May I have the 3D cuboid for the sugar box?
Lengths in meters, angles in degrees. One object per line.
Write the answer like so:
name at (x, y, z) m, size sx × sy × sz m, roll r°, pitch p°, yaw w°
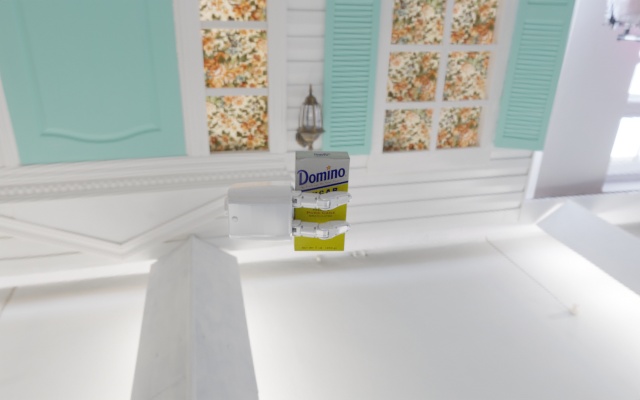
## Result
sugar box at (0.000, 0.003, 0.834) m, size 0.093 × 0.176 × 0.048 m, roll 0°, pitch 25°, yaw -4°
